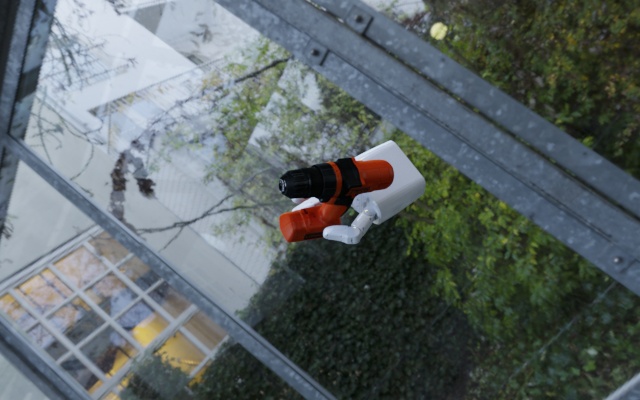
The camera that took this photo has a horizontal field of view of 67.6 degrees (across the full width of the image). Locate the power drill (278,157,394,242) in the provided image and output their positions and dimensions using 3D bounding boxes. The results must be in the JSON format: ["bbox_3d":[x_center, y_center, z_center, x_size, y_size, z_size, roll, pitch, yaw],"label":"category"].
[{"bbox_3d":[0.000,0.003,0.738,0.184,0.057,0.188,-6,-24,-28],"label":"power drill"}]
